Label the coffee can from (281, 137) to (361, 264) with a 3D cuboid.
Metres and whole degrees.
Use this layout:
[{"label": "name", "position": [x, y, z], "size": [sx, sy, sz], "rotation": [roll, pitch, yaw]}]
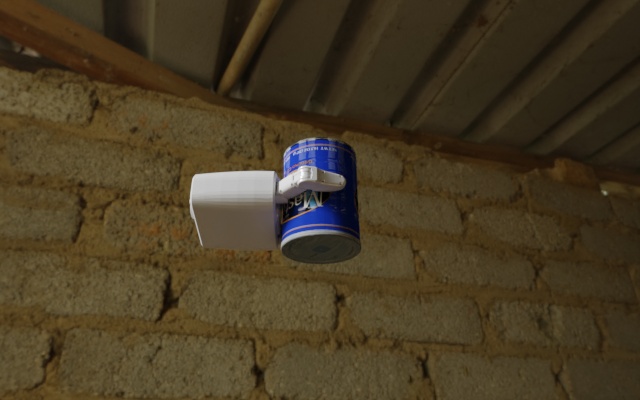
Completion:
[{"label": "coffee can", "position": [0.000, 0.002, 0.639], "size": [0.103, 0.140, 0.103], "rotation": [0, -27, 0]}]
